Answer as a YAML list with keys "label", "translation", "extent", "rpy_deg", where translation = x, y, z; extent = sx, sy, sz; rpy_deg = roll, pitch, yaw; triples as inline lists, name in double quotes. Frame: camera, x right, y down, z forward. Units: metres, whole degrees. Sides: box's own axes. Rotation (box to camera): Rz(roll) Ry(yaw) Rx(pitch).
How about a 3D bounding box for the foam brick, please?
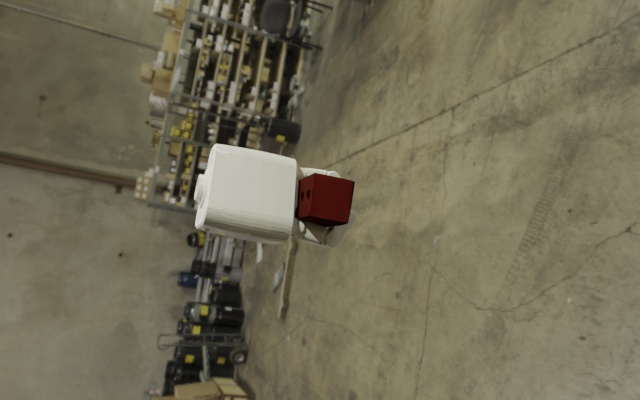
- label: "foam brick"
  translation: [0.000, 0.002, 0.584]
  extent: [0.051, 0.053, 0.078]
  rpy_deg: [12, -11, -19]
